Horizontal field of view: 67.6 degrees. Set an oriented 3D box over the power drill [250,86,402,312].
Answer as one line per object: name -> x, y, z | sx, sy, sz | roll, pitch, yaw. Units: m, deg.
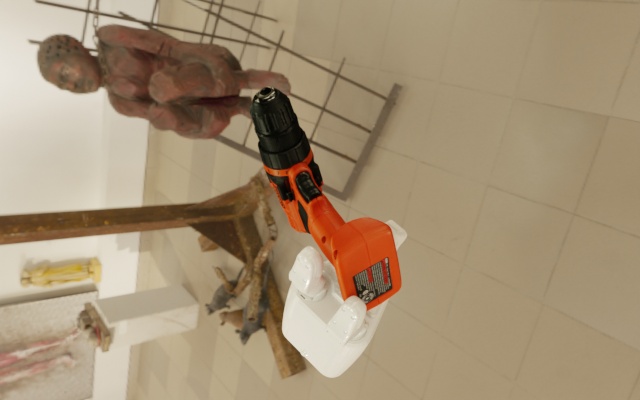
power drill -> 0.000, 0.002, 0.452 | 0.057, 0.185, 0.187 | -28, 45, -9
